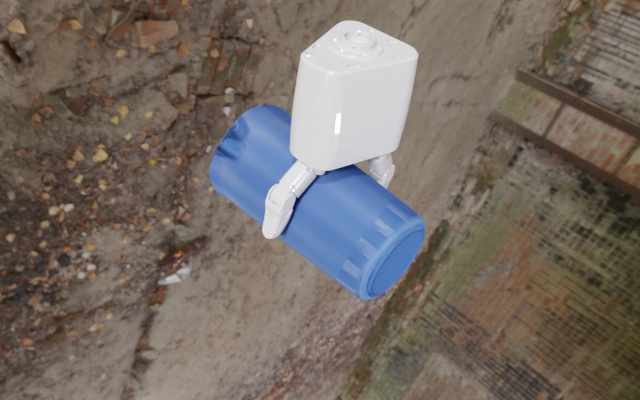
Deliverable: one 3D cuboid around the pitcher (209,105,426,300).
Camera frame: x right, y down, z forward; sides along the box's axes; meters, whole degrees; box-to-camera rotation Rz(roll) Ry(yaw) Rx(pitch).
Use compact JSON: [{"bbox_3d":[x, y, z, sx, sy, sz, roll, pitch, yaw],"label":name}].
[{"bbox_3d":[0.000,0.002,0.560,0.242,0.145,0.149,37,51,28],"label":"pitcher"}]
